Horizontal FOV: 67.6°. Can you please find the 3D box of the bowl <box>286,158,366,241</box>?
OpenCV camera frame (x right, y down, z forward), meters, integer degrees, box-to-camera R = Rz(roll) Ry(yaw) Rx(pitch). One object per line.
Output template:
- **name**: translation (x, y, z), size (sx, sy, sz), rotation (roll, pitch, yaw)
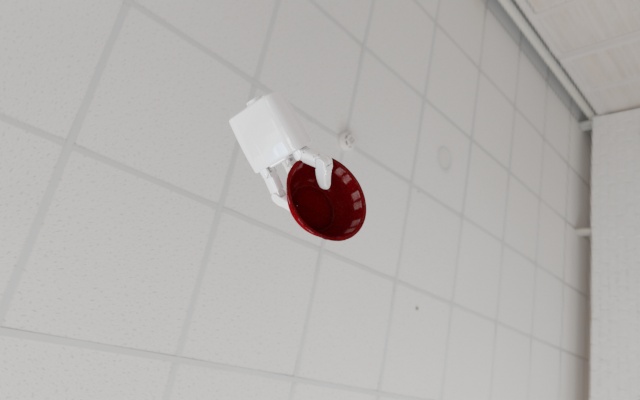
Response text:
- **bowl**: translation (0.000, 0.004, 0.835), size (0.162, 0.162, 0.055), rotation (0, -23, -34)
